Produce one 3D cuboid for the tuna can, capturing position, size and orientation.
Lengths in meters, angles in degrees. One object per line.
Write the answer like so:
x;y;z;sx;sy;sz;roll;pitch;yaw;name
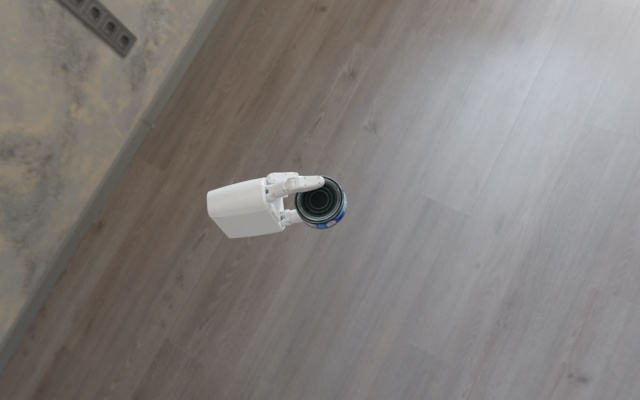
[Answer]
0.000;0.002;0.796;0.086;0.086;0.034;0;-18;11;tuna can
